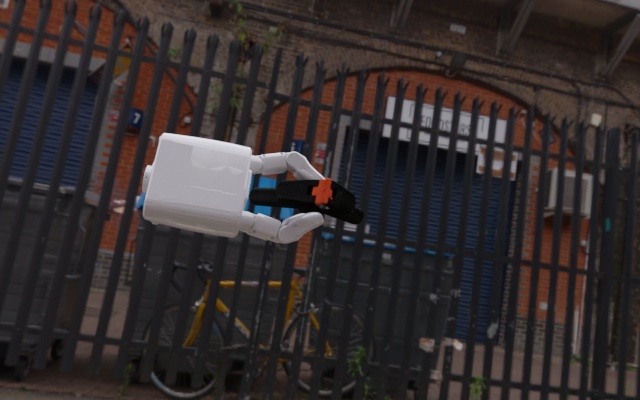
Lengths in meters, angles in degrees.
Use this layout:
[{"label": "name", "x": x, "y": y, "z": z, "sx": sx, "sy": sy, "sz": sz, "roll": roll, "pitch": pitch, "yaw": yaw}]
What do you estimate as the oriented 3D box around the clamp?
[{"label": "clamp", "x": 0.000, "y": 0.001, "z": 0.597, "sx": 0.164, "sy": 0.036, "sz": 0.210, "roll": 11, "pitch": -7, "yaw": -13}]
